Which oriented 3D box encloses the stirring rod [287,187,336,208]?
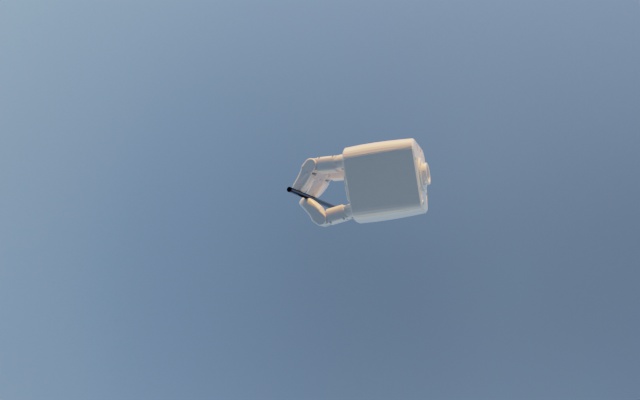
[{"bbox_3d":[0.000,0.003,0.808,0.011,0.011,0.239,0,-9,23],"label":"stirring rod"}]
